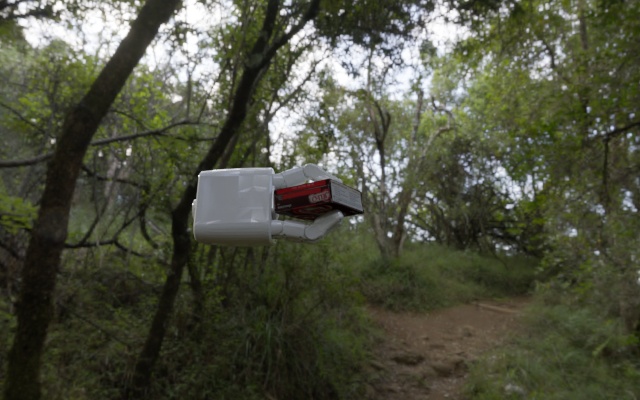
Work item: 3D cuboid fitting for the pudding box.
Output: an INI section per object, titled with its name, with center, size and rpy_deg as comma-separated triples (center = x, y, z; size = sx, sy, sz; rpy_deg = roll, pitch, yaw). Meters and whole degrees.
[pudding box]
center = 0.000, 0.002, 0.685
size = 0.090, 0.039, 0.113
rpy_deg = -10, -11, 27
